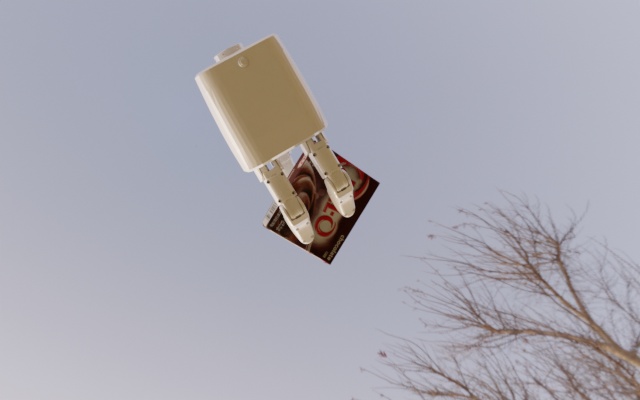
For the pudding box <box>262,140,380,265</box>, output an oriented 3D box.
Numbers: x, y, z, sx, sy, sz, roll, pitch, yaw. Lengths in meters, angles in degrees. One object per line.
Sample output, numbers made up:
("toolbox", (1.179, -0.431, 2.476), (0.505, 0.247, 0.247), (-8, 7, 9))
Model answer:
("pudding box", (0.000, 0.002, 0.541), (0.090, 0.113, 0.039), (32, 0, -19))
